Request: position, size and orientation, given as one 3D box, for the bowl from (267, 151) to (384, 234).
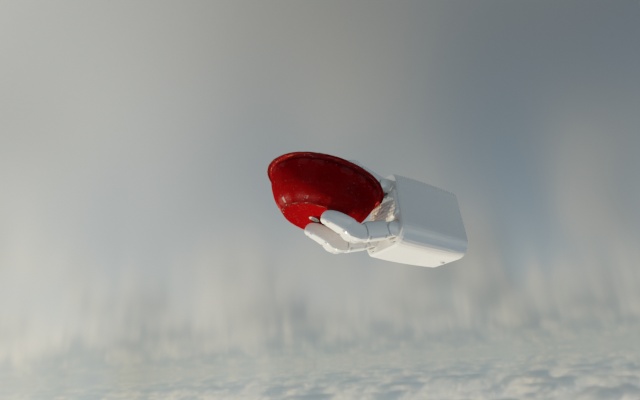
[{"bbox_3d":[-0.001,0.002,0.635,0.162,0.055,0.162,12,-26,6],"label":"bowl"}]
